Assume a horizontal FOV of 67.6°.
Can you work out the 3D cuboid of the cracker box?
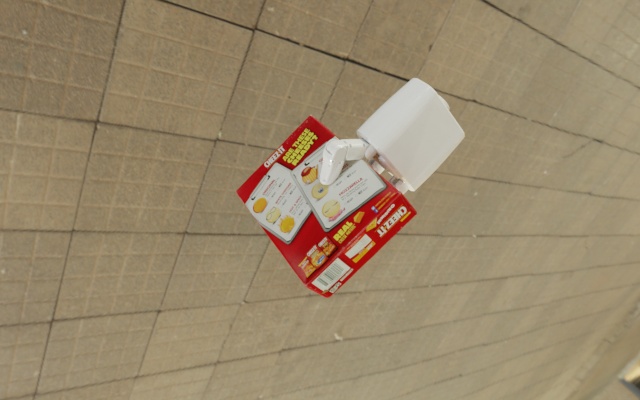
[{"bbox_3d":[0.000,0.002,0.661,0.213,0.164,0.072,47,3,41],"label":"cracker box"}]
